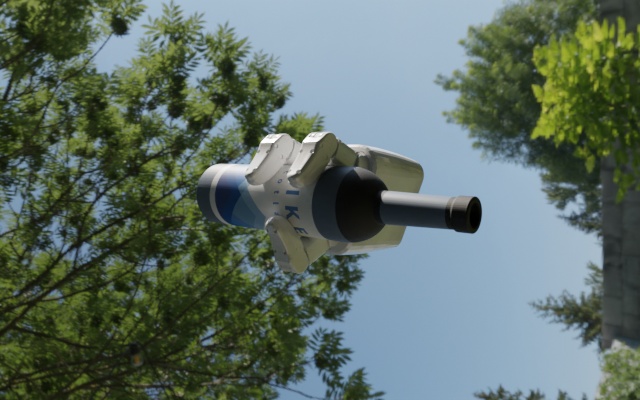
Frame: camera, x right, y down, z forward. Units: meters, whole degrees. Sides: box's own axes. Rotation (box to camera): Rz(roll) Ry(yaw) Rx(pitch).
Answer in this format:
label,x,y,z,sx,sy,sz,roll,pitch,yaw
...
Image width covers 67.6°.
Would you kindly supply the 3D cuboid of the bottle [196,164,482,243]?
label,x,y,z,sx,sy,sz,roll,pitch,yaw
bottle,0.000,0.001,0.440,0.295,0.069,0.069,5,3,40
